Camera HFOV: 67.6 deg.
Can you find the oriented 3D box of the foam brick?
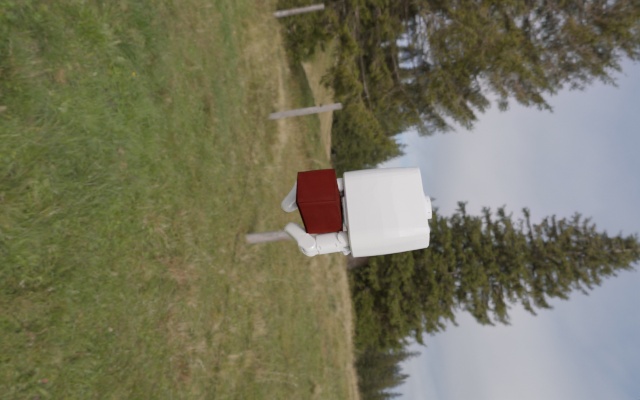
[{"bbox_3d":[0.000,0.002,0.636,0.051,0.053,0.078,-5,-35,8],"label":"foam brick"}]
